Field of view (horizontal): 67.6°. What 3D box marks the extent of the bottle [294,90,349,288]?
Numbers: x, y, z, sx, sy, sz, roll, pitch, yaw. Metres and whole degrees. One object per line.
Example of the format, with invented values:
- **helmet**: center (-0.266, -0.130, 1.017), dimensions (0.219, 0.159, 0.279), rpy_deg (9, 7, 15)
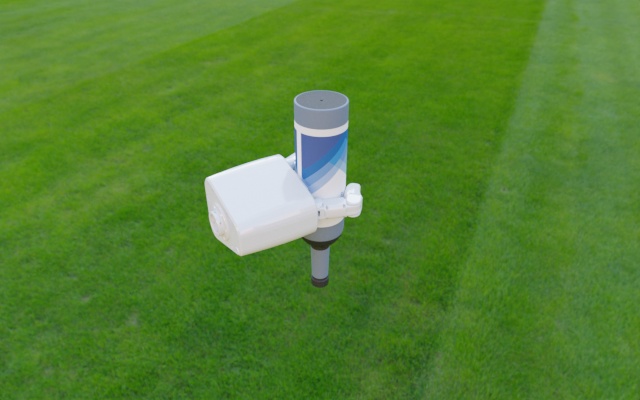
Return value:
- **bottle**: center (0.000, 0.002, 0.655), dimensions (0.069, 0.296, 0.069), rpy_deg (0, 33, 0)
